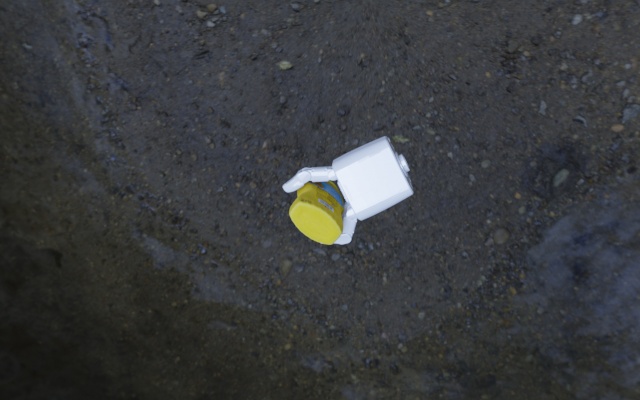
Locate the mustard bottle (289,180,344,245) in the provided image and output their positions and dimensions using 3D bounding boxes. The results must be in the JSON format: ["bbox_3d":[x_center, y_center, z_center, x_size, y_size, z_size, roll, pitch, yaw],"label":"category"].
[{"bbox_3d":[0.000,0.003,0.878,0.096,0.058,0.191,35,22,-9],"label":"mustard bottle"}]
